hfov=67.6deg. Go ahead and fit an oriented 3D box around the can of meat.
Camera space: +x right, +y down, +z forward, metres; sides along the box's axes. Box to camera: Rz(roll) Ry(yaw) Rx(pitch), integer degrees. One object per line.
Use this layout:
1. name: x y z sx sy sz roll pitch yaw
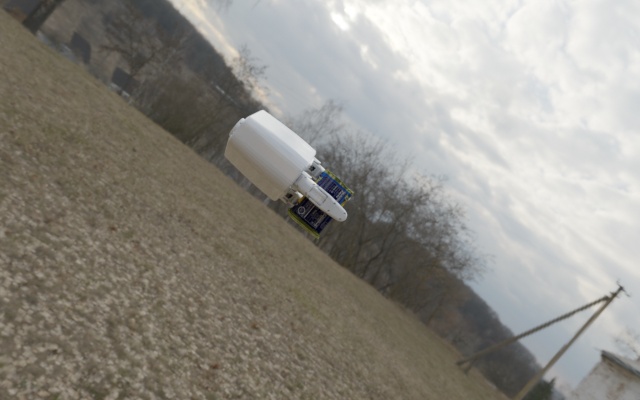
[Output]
1. can of meat: 0.000 0.002 0.700 0.057 0.084 0.102 40 1 -4
